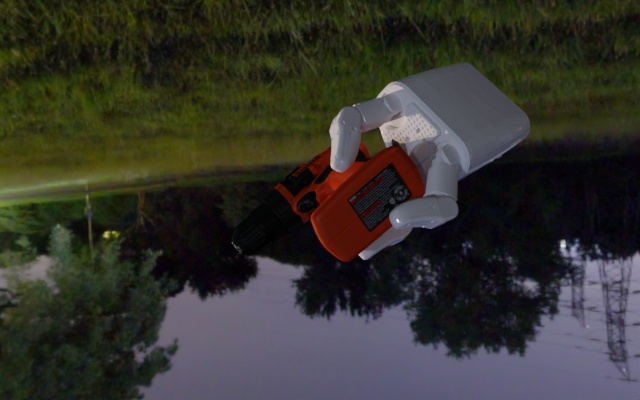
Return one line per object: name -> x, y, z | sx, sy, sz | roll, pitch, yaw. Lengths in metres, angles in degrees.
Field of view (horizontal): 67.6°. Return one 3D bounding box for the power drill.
power drill -> 0.000, 0.001, 0.469 | 0.184, 0.057, 0.187 | -42, 19, -11
